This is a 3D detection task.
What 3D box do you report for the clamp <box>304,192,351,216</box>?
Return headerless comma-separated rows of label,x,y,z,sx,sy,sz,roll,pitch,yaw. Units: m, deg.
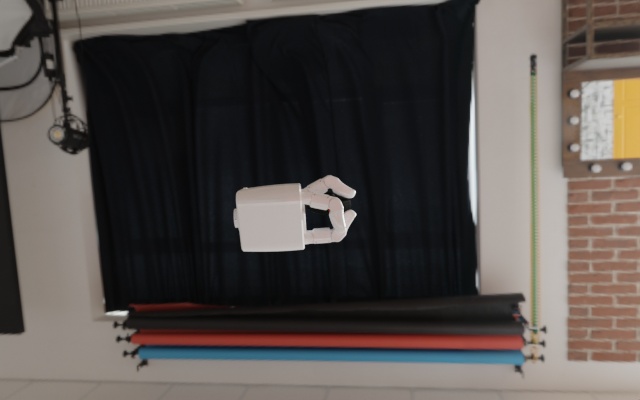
clamp,0.000,0.004,0.880,0.120,0.039,0.171,-4,5,-2
